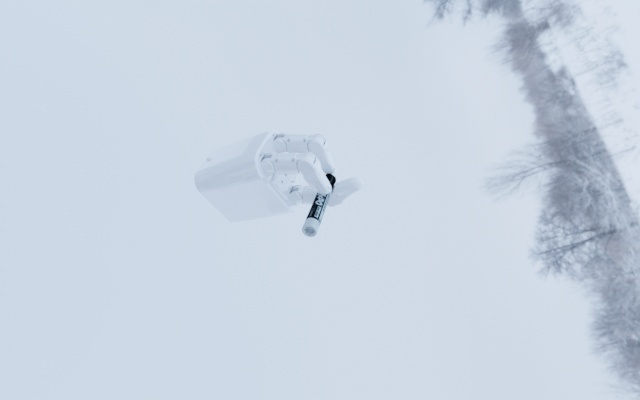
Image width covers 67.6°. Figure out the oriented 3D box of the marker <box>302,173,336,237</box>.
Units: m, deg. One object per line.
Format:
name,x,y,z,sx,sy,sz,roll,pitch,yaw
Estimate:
marker,0.000,0.002,0.617,0.020,0.020,0.121,0,36,16
